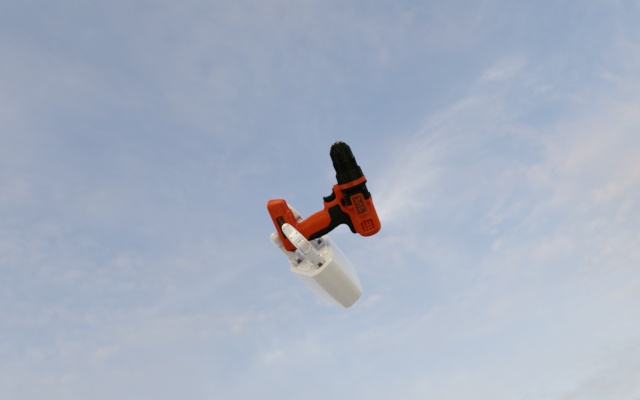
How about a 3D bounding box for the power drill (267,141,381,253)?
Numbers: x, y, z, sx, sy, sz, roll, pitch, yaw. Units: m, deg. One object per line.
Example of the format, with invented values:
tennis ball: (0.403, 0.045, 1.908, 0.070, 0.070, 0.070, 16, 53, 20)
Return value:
power drill: (0.000, 0.003, 0.882, 0.187, 0.184, 0.057, -21, 8, 10)
